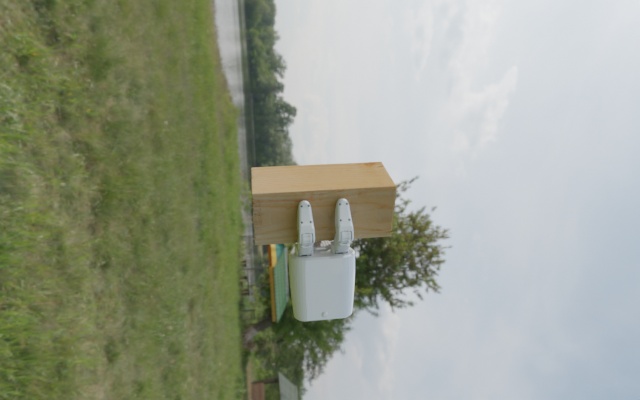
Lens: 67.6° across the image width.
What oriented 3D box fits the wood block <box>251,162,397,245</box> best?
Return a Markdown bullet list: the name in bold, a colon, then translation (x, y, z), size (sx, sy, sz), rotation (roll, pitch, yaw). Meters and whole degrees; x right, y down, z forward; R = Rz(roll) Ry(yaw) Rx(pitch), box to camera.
- **wood block**: translation (0.000, 0.003, 0.728), size (0.206, 0.090, 0.090), rotation (-3, 29, -8)
